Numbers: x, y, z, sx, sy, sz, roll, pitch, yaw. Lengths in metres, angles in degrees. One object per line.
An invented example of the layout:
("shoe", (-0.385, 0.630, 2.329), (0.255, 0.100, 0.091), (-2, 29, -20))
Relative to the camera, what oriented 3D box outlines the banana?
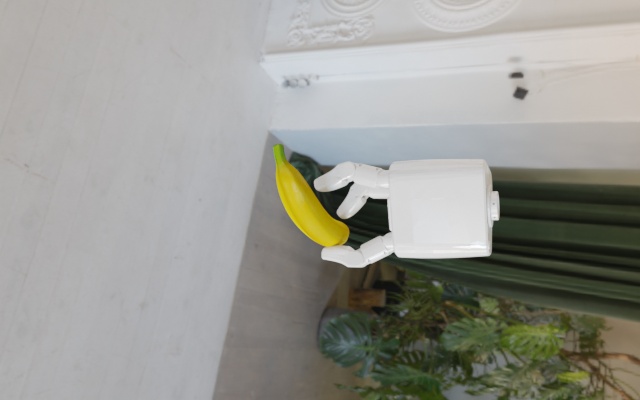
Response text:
("banana", (-0.004, 0.016, 0.582), (0.037, 0.069, 0.198), (-6, -36, 24))
